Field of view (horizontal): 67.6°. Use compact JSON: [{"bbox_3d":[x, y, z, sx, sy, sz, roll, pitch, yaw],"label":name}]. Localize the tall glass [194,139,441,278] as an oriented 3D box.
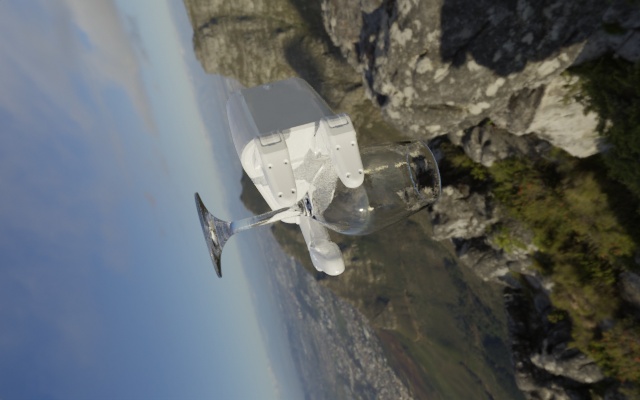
[{"bbox_3d":[-0.001,0.002,0.414,0.201,0.079,0.079,-16,3,-11],"label":"tall glass"}]
